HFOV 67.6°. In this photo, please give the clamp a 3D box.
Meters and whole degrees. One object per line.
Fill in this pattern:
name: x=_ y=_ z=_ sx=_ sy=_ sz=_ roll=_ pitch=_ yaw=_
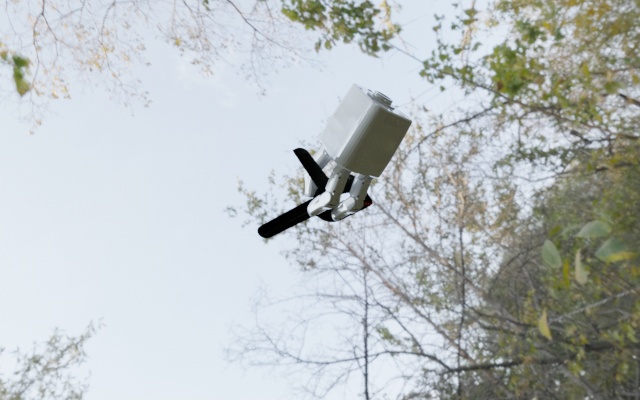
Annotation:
clamp: x=0.000 y=0.002 z=0.794 sx=0.210 sy=0.165 sz=0.036 roll=11 pitch=30 yaw=-44
